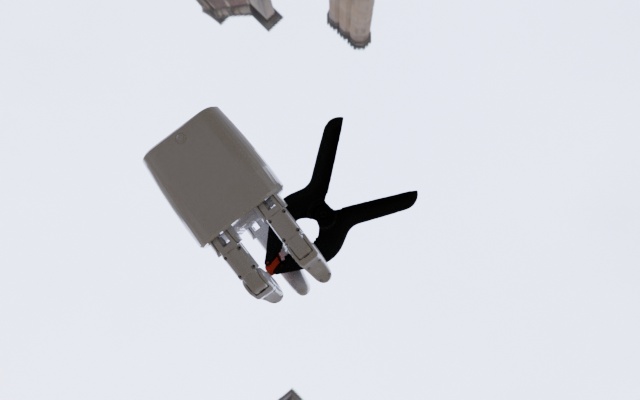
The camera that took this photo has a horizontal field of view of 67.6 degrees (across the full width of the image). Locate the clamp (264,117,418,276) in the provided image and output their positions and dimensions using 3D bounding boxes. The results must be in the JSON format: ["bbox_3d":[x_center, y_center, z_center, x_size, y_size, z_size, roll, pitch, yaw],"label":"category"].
[{"bbox_3d":[0.000,0.002,0.487,0.171,0.120,0.039,-37,-3,-2],"label":"clamp"}]
